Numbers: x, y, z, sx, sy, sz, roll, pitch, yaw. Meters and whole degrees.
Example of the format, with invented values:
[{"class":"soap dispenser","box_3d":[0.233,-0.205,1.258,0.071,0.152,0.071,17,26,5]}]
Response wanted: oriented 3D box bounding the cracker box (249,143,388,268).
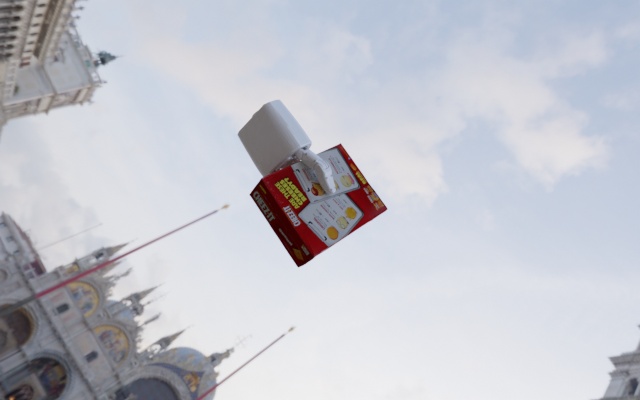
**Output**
[{"class":"cracker box","box_3d":[0.000,0.003,0.892,0.213,0.164,0.072,-29,-9,-40]}]
